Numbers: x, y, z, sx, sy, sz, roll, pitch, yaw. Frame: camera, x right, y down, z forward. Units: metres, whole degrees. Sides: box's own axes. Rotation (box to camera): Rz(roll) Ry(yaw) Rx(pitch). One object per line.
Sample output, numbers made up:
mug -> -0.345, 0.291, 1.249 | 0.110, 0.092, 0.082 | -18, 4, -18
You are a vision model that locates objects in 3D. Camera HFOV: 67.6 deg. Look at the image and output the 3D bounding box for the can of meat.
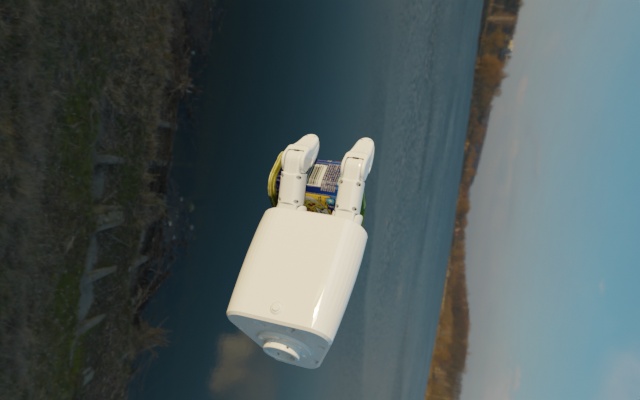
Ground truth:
can of meat -> 0.000, 0.002, 0.500 | 0.084, 0.057, 0.102 | 9, -38, 16
